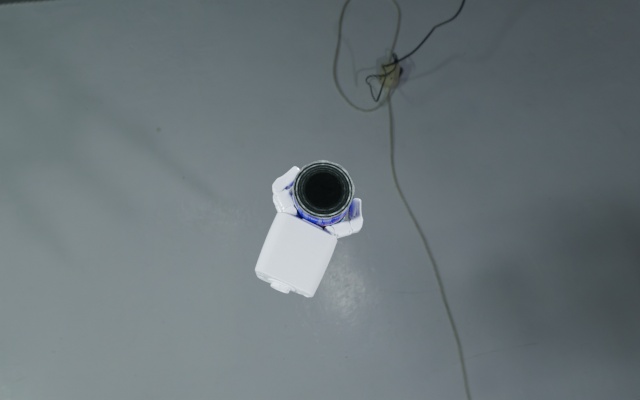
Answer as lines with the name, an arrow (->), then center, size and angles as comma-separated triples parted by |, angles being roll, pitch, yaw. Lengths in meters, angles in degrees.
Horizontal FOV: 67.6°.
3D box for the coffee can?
coffee can -> 0.000, 0.003, 0.847 | 0.103, 0.102, 0.140 | 0, -18, -4
